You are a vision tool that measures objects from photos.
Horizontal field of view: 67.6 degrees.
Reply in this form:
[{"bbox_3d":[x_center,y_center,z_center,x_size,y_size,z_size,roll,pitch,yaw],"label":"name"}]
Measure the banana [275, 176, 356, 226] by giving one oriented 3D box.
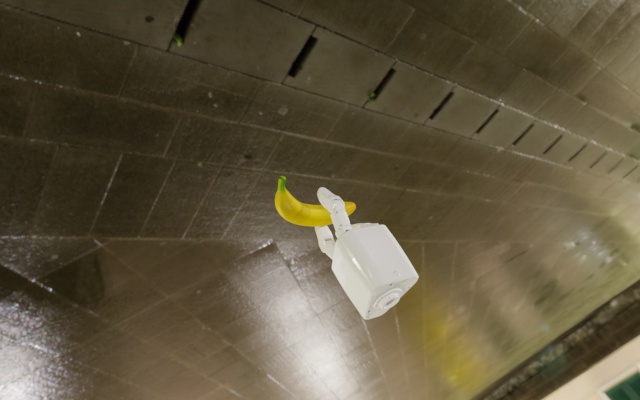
[{"bbox_3d":[-0.014,0.015,0.821,0.198,0.070,0.037,18,30,-49],"label":"banana"}]
